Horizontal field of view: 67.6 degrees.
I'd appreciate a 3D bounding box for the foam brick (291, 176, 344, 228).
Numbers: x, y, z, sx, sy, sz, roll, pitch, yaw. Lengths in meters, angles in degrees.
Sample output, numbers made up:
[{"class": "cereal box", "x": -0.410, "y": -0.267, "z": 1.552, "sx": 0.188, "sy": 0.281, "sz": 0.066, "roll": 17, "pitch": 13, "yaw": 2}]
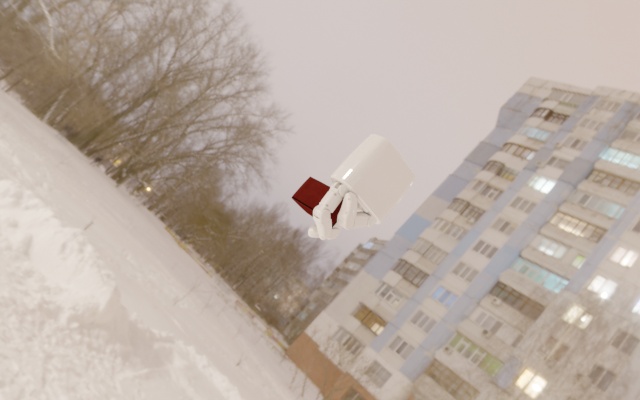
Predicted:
[{"class": "foam brick", "x": 0.000, "y": 0.003, "z": 0.828, "sx": 0.078, "sy": 0.051, "sz": 0.053, "roll": 30, "pitch": -13, "yaw": 45}]
